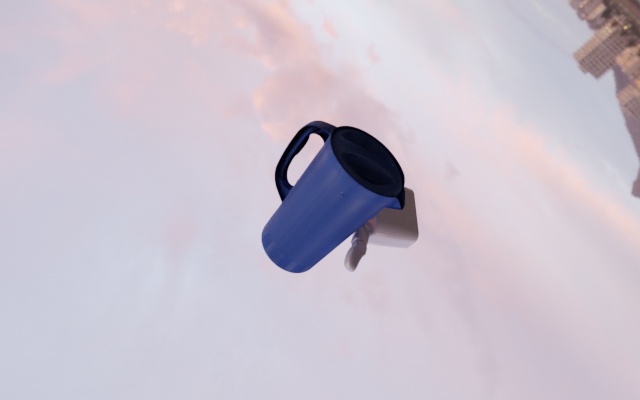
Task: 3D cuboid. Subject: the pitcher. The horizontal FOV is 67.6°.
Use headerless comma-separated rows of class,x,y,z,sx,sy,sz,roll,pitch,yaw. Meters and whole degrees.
pitcher,0.000,0.003,0.746,0.145,0.149,0.243,12,-44,-35
